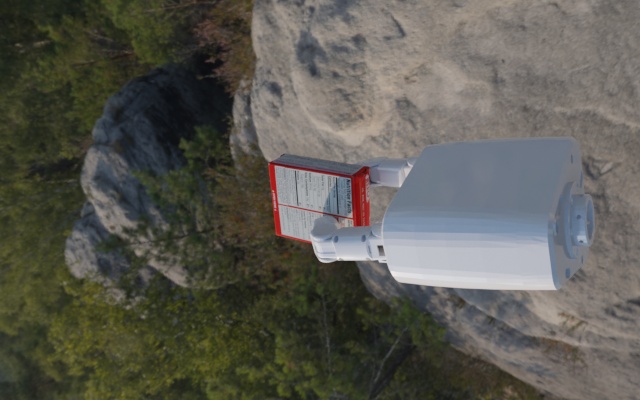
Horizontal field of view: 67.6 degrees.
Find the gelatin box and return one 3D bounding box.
[{"bbox_3d":[0.000,0.002,0.421,0.089,0.073,0.030,11,29,29],"label":"gelatin box"}]
